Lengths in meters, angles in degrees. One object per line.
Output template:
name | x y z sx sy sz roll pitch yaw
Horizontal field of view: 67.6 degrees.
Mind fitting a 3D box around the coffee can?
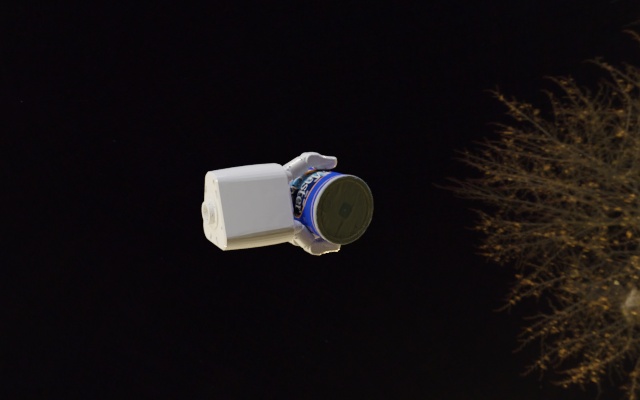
coffee can | 0.000 0.002 0.748 0.103 0.103 0.140 0 10 -32
